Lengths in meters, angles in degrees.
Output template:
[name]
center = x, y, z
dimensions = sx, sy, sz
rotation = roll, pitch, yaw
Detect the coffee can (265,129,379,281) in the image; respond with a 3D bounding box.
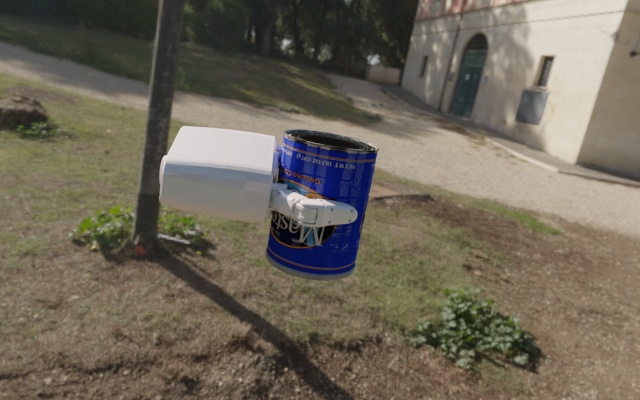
[coffee can]
center = 0.000, 0.002, 0.521
dimensions = 0.103, 0.140, 0.102
rotation = 9, 15, -3
